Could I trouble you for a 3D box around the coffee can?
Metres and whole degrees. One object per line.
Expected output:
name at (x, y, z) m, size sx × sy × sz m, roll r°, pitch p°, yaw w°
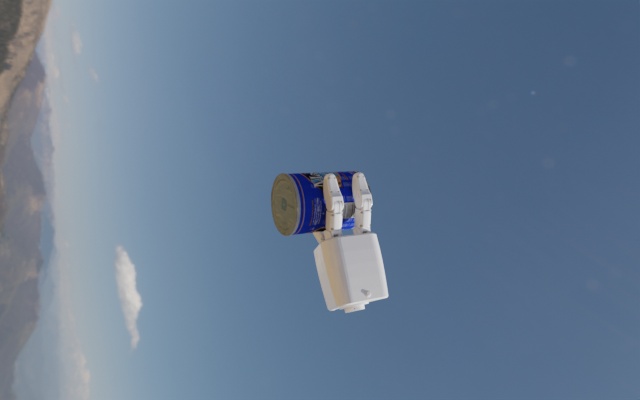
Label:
coffee can at (0.000, 0.003, 0.808) m, size 0.140 × 0.103 × 0.103 m, roll -4°, pitch 2°, yaw -29°
